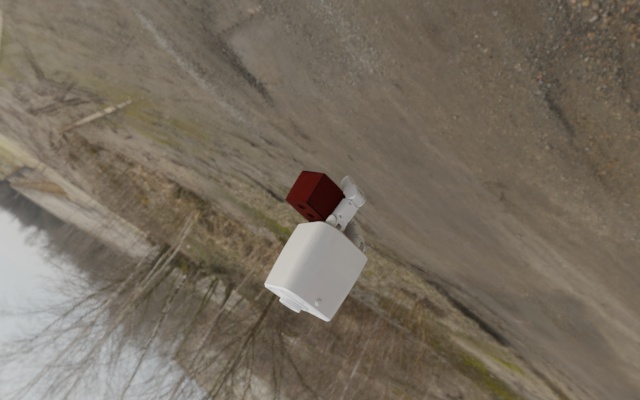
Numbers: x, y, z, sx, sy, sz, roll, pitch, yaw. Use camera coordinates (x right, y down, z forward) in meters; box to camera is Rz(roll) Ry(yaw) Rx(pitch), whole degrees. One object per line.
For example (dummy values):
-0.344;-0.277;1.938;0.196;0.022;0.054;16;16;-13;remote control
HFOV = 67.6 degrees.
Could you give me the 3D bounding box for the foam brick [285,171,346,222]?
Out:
0.000;0.002;0.675;0.078;0.051;0.053;44;-21;-33;foam brick
